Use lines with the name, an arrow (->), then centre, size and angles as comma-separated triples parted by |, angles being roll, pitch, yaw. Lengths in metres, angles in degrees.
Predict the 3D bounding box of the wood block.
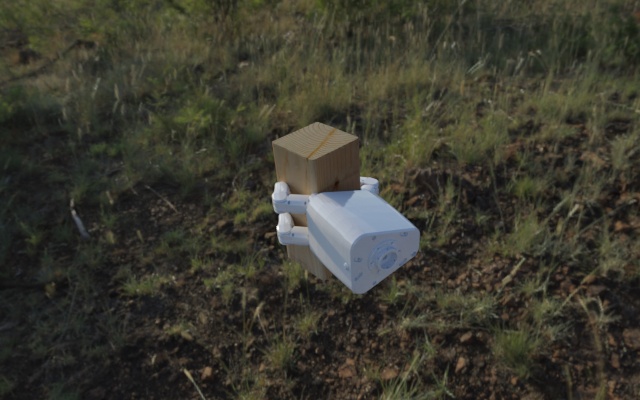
wood block -> 0.001, 0.002, 0.715 | 0.091, 0.206, 0.090 | -29, 40, -33
